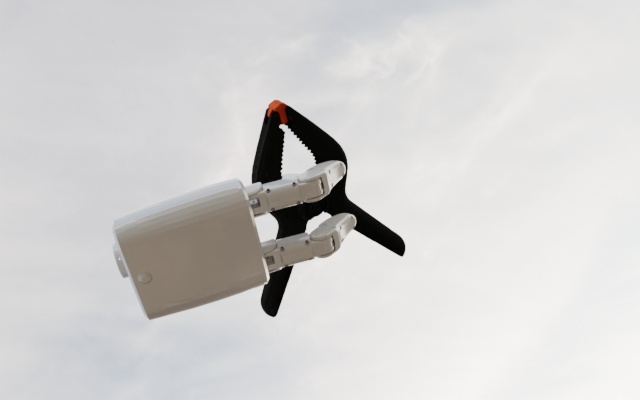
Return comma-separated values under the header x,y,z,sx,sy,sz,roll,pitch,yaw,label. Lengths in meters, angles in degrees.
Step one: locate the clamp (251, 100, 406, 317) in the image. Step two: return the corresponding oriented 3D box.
x,y,z,sx,sy,sz,roll,pitch,yaw,label
-0.001,0.001,0.469,0.164,0.210,0.036,-17,23,-14,clamp
